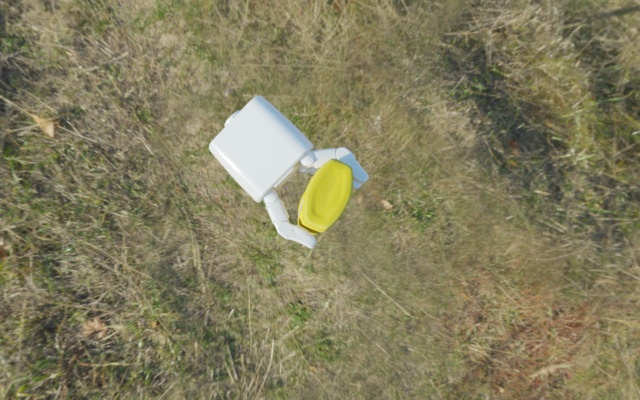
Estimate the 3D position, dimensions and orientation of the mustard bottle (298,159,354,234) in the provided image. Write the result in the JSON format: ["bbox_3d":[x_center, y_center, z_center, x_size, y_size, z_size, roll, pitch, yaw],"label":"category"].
[{"bbox_3d":[0.000,0.002,0.707,0.058,0.096,0.191,22,-9,-3],"label":"mustard bottle"}]
